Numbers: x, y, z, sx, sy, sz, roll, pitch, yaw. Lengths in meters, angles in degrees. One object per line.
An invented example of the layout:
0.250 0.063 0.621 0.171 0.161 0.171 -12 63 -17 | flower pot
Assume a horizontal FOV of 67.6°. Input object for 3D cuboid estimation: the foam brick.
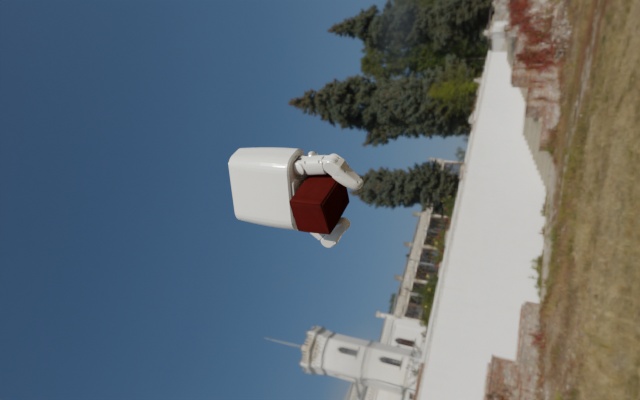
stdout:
0.000 0.002 0.662 0.051 0.053 0.078 5 38 26 | foam brick
